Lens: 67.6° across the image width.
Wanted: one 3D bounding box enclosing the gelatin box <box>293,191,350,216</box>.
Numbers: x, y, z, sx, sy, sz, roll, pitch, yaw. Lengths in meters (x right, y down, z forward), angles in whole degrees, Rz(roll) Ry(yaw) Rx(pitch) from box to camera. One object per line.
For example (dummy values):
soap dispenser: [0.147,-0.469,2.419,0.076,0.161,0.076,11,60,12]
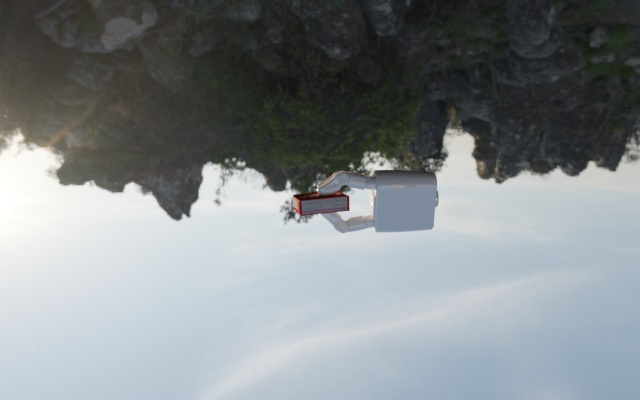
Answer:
gelatin box: [0.000,0.003,0.845,0.089,0.030,0.073,-6,10,-12]
